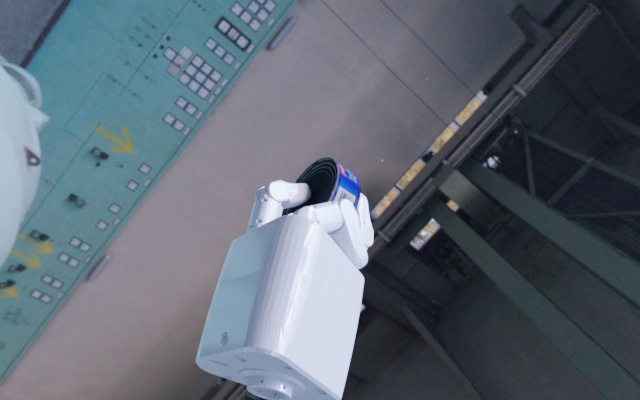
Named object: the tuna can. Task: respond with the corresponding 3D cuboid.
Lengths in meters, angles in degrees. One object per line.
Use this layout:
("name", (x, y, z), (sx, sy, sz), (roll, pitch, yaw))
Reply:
("tuna can", (0.001, 0.002, 0.481), (0.034, 0.086, 0.086), (32, -16, -28))
